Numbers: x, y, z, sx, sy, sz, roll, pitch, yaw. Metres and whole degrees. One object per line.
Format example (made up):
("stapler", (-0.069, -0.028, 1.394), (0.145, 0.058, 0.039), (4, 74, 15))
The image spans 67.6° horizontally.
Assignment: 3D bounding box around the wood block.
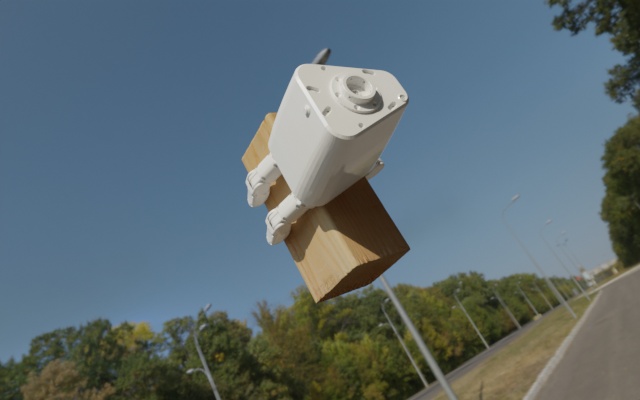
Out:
("wood block", (0.000, 0.001, 0.564), (0.091, 0.206, 0.090), (-10, -29, -40))
